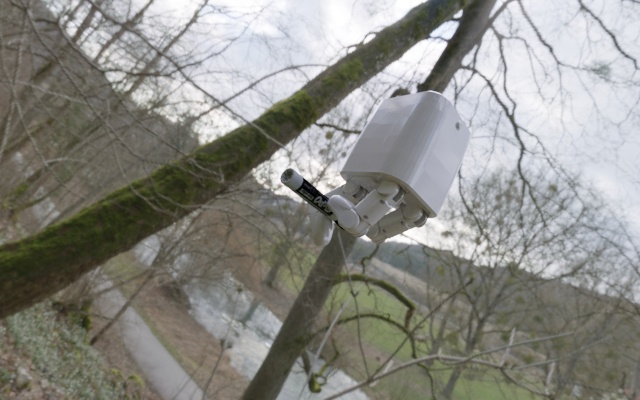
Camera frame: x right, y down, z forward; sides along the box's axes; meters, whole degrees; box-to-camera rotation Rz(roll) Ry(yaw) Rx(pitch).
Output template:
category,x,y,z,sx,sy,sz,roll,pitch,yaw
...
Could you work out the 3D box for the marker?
category,x,y,z,sx,sy,sz,roll,pitch,yaw
marker,0.000,0.002,0.523,0.020,0.020,0.121,0,-27,39
